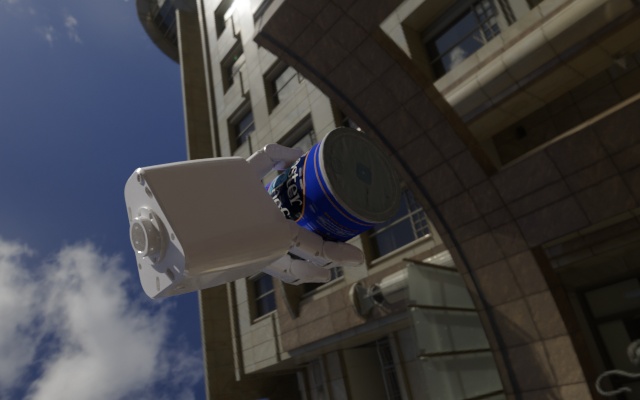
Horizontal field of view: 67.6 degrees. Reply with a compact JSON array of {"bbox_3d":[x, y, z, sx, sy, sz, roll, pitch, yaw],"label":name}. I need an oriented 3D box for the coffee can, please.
[{"bbox_3d":[0.000,0.002,0.508,0.103,0.102,0.140,0,-25,-42],"label":"coffee can"}]
